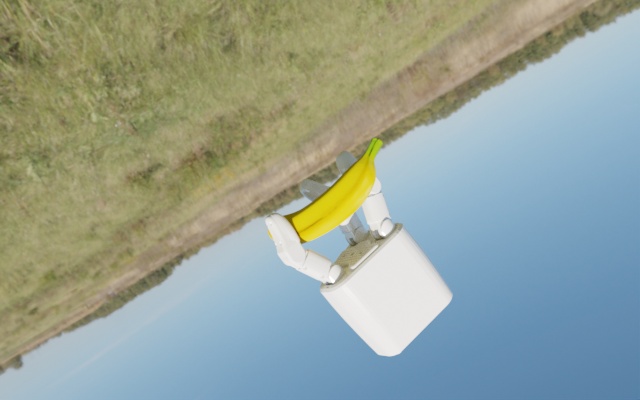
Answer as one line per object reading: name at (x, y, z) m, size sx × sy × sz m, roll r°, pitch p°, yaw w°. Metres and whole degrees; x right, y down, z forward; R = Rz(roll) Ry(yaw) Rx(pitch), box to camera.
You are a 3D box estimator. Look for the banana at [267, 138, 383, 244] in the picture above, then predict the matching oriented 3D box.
banana at (-0.003, 0.011, 0.519) m, size 0.198 × 0.037 × 0.069 m, roll -36°, pitch 19°, yaw 37°
